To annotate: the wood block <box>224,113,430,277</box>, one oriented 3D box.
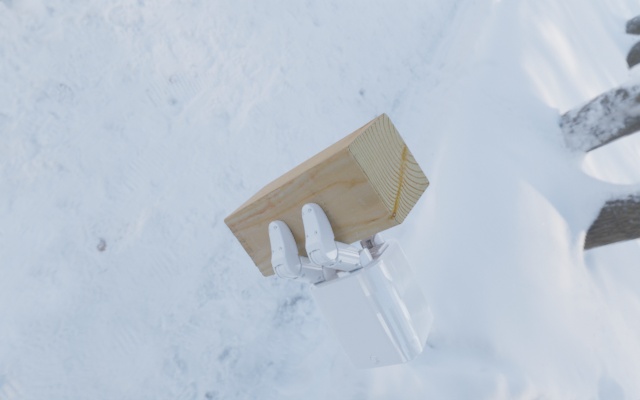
[{"bbox_3d":[0.001,0.002,0.525,0.206,0.090,0.090,-27,11,41],"label":"wood block"}]
